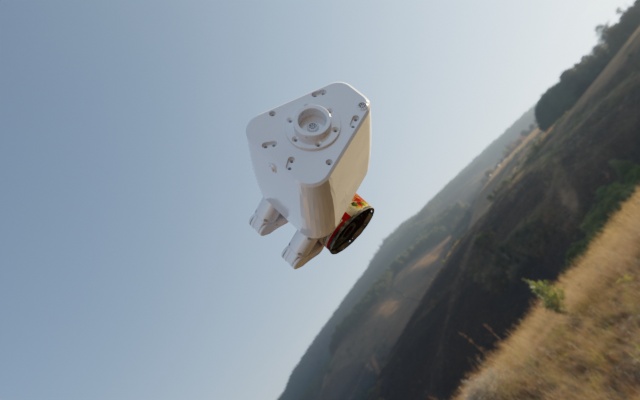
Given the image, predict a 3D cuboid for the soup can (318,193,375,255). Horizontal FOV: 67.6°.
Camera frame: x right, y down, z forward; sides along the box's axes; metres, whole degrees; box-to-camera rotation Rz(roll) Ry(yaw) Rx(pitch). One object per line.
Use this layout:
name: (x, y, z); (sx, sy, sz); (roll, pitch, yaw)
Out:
soup can: (0.000, 0.002, 0.534); (0.102, 0.068, 0.068); (42, 17, 20)
